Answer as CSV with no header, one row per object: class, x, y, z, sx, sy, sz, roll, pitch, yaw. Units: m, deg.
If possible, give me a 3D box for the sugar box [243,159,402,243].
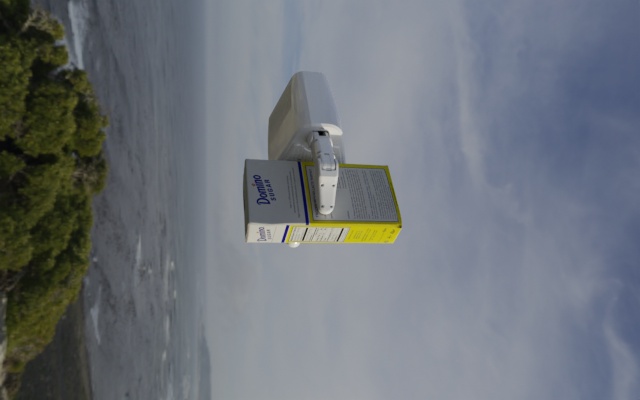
sugar box,0.000,0.002,0.555,0.176,0.093,0.048,1,-37,-12
